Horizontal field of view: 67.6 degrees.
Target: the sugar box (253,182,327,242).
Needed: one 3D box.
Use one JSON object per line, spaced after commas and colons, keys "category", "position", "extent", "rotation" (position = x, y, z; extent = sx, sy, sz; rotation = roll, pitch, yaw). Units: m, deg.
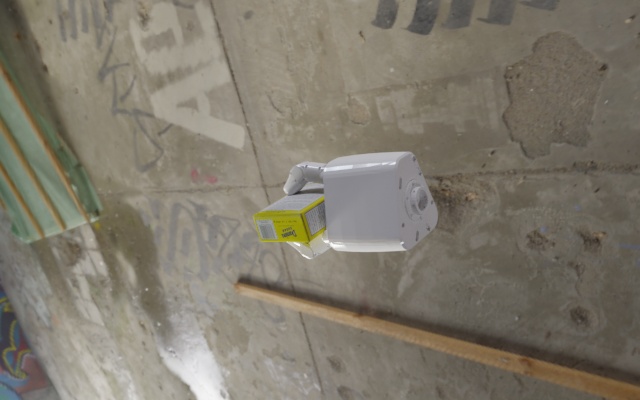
{"category": "sugar box", "position": [0.000, 0.003, 0.664], "extent": [0.093, 0.048, 0.176], "rotation": [-2, 19, 42]}
